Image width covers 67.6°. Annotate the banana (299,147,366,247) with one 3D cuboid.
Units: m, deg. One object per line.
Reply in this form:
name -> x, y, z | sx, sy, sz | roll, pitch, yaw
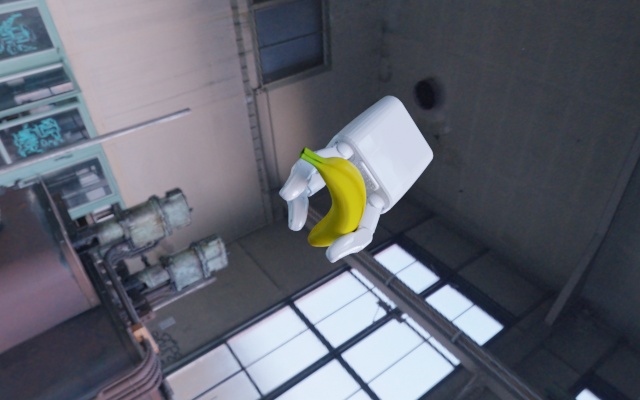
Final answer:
banana -> 0.017, 0.006, 0.546 | 0.069, 0.037, 0.198 | 20, -31, 14
